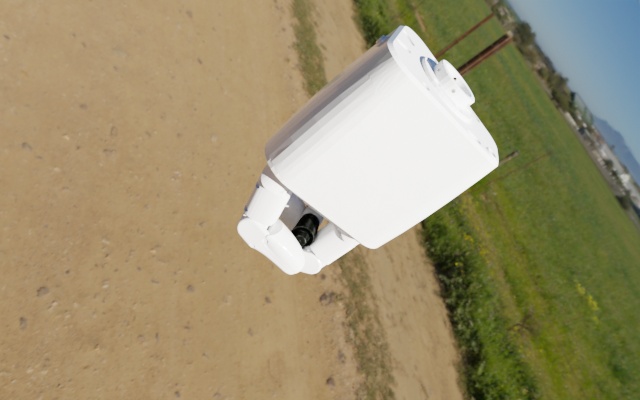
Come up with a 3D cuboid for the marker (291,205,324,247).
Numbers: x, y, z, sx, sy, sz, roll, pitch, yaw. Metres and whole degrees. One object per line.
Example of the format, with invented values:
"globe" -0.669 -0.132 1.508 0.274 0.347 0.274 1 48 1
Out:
"marker" 0.000 0.001 0.408 0.020 0.020 0.121 0 28 17
